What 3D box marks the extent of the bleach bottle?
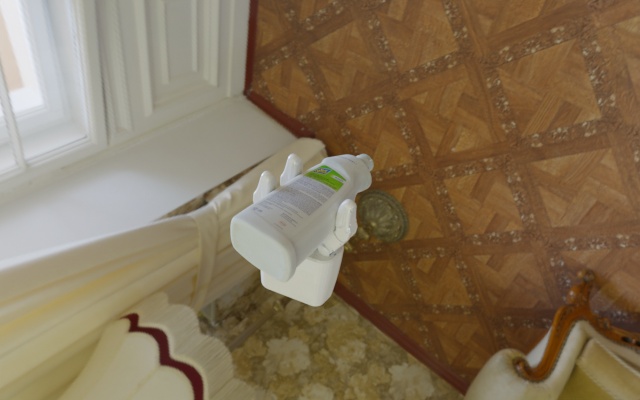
[{"bbox_3d":[0.000,0.002,0.650,0.102,0.068,0.250,30,45,25],"label":"bleach bottle"}]
